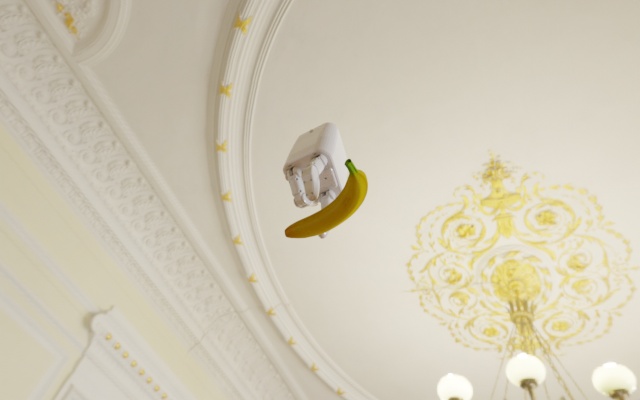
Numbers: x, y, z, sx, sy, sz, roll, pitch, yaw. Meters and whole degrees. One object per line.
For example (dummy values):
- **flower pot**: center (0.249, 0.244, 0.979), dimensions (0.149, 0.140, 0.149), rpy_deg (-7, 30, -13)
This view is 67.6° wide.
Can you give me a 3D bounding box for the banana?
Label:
- **banana**: center (0.017, 0.010, 0.750), dimensions (0.069, 0.037, 0.198), rpy_deg (31, -51, -13)
